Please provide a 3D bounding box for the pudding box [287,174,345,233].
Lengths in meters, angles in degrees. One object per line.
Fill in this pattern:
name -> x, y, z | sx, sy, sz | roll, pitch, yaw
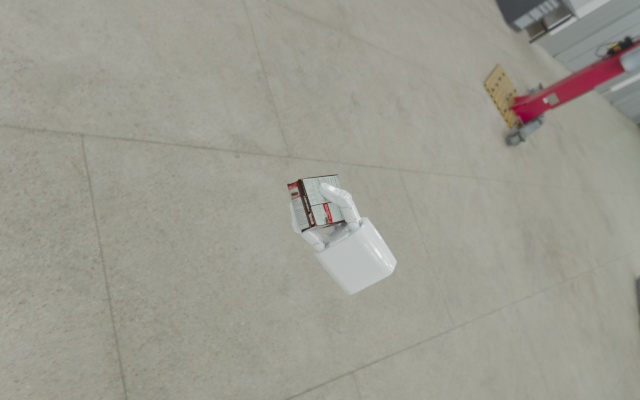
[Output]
pudding box -> 0.000, 0.003, 0.852 | 0.039, 0.090, 0.113 | -23, -8, 36
